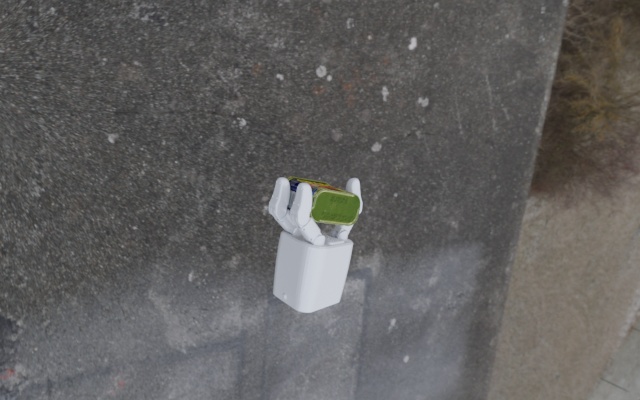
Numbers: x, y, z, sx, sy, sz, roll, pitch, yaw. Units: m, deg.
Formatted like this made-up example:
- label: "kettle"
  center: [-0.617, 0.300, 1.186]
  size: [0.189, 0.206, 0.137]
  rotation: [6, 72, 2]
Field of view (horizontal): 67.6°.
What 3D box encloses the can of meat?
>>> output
- label: "can of meat"
  center: [0.000, 0.002, 0.745]
  size: [0.102, 0.057, 0.084]
  rotation: [8, 8, -40]
